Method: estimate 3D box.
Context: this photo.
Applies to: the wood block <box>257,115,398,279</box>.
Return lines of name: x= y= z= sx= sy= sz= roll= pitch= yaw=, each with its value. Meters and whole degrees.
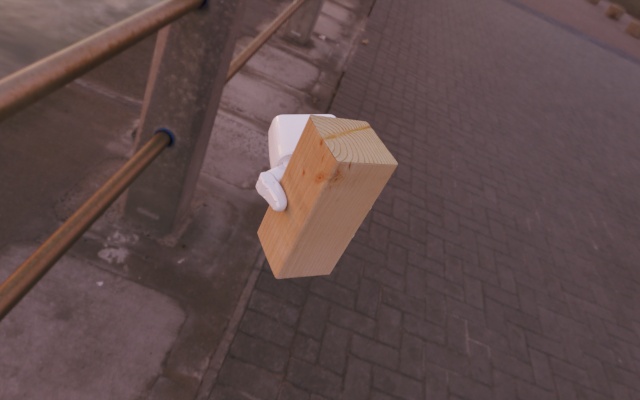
wood block: x=0.000 y=0.002 z=0.625 sx=0.091 sy=0.206 sz=0.090 roll=1 pitch=43 yaw=-32
